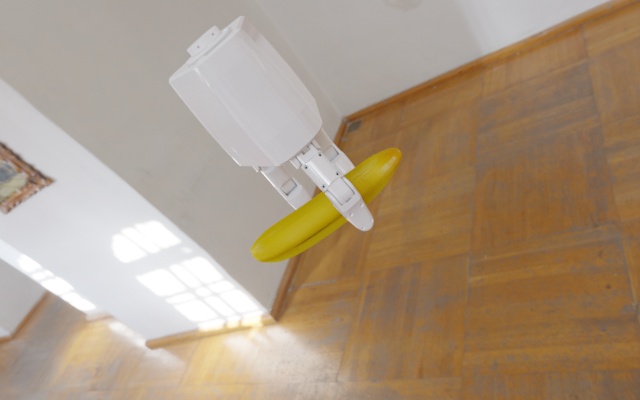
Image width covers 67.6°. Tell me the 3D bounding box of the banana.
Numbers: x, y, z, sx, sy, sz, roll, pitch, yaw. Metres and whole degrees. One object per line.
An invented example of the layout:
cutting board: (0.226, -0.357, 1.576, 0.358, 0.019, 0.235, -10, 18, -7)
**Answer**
banana: (-0.004, 0.012, 0.474, 0.198, 0.037, 0.069, -33, 22, 19)
